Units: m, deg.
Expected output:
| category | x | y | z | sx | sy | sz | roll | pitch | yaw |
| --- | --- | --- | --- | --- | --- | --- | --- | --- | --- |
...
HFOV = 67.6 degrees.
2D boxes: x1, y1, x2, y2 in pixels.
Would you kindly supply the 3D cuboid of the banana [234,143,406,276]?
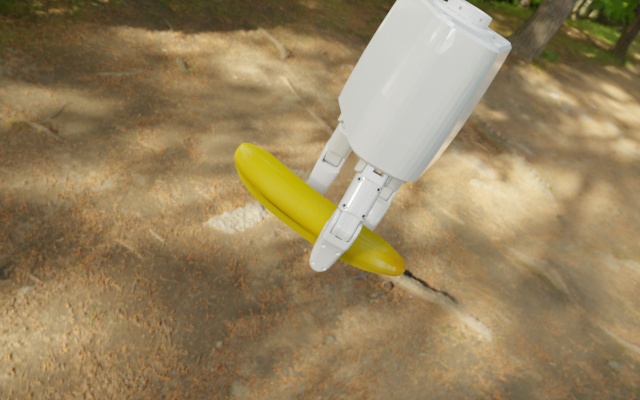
| category | x | y | z | sx | sy | sz | roll | pitch | yaw |
| --- | --- | --- | --- | --- | --- | --- | --- | --- | --- |
| banana | -0.012 | 0.002 | 0.414 | 0.197 | 0.037 | 0.069 | 40 | 26 | 18 |
